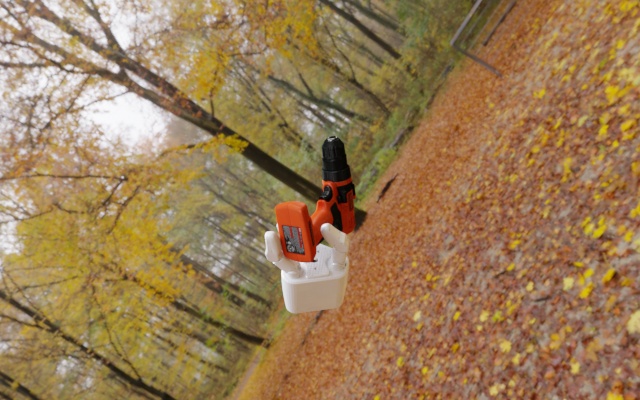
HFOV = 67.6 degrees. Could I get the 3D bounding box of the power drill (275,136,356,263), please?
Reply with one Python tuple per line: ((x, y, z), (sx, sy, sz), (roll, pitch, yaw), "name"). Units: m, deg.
((0.000, 0.003, 0.797), (0.057, 0.184, 0.187), (4, 26, 31), "power drill")
